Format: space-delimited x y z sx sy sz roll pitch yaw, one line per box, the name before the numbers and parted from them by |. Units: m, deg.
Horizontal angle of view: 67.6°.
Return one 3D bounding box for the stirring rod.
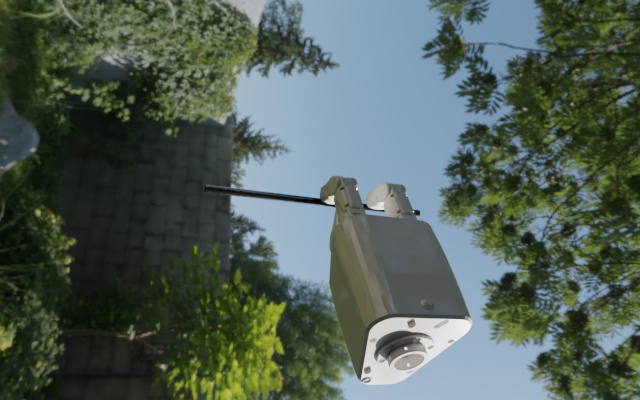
stirring rod | 0.000 0.002 0.505 0.239 0.011 0.011 7 -2 -20
